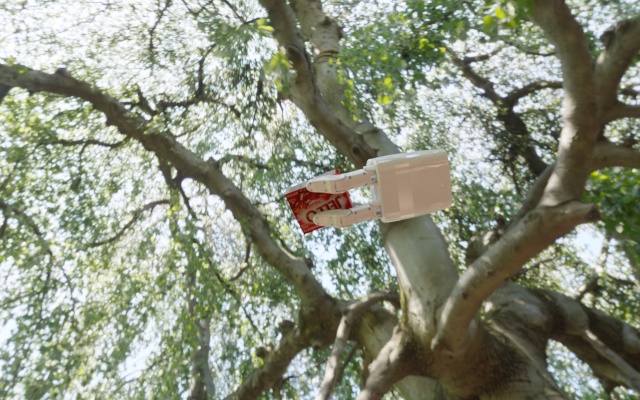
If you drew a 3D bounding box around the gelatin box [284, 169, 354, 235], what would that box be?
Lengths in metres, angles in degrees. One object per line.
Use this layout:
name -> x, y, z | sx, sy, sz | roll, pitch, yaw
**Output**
gelatin box -> 0.000, 0.002, 0.727 | 0.089, 0.073, 0.030 | -21, 20, 9
